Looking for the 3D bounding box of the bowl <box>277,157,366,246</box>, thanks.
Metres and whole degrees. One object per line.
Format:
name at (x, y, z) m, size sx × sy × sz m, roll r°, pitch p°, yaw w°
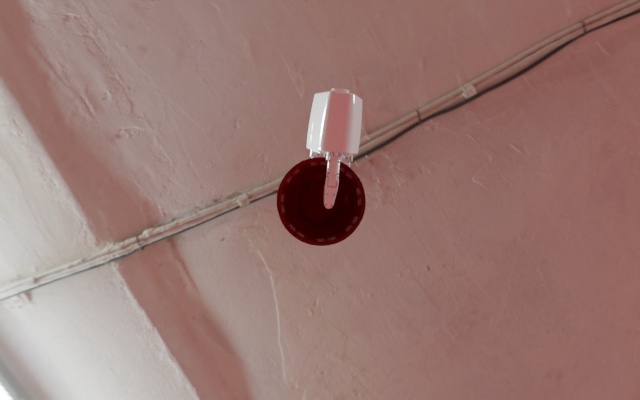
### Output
bowl at (0.000, 0.004, 0.887) m, size 0.162 × 0.162 × 0.055 m, roll 0°, pitch -4°, yaw -4°
